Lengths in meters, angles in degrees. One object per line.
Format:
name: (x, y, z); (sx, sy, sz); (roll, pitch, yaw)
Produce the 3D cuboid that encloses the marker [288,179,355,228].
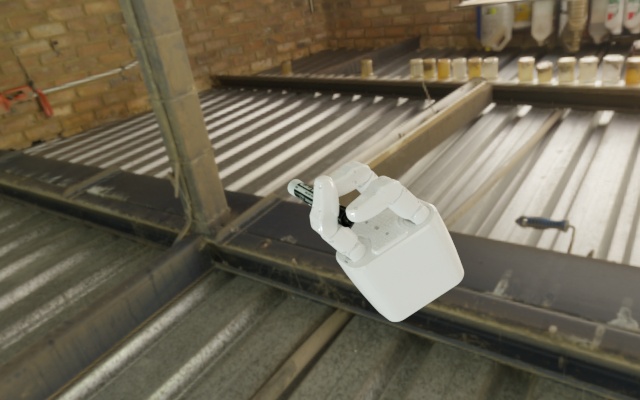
marker: (0.000, 0.002, 0.512); (0.020, 0.020, 0.121); (0, 17, -32)
